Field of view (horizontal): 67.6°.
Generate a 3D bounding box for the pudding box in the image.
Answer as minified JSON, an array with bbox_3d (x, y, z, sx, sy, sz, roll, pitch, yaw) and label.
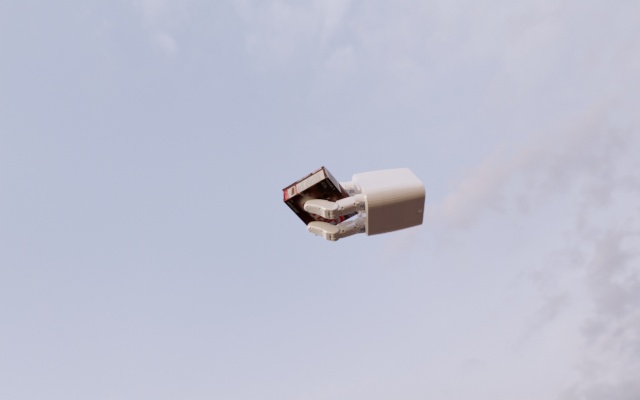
[{"bbox_3d":[0.000,0.003,0.840,0.090,0.039,0.113,-30,-51,14],"label":"pudding box"}]
